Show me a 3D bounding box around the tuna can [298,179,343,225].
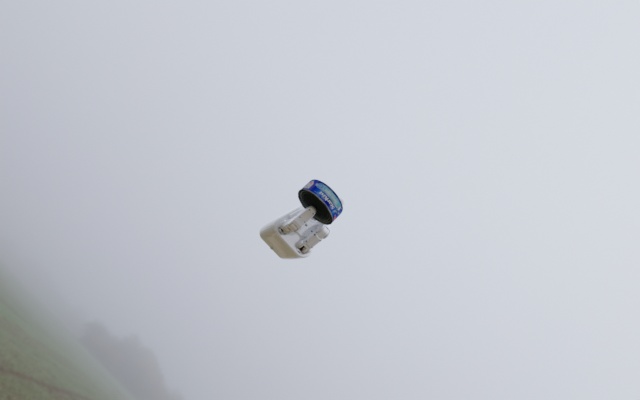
[{"bbox_3d":[0.001,0.003,0.886,0.033,0.086,0.086,-44,21,-24],"label":"tuna can"}]
